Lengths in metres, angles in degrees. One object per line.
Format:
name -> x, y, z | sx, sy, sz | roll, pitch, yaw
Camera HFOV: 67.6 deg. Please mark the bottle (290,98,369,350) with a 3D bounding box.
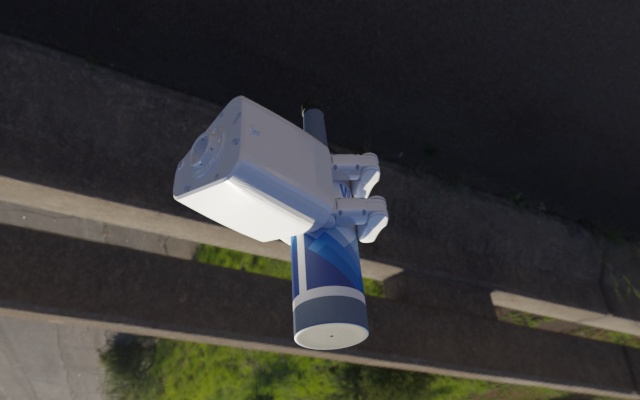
bottle -> 0.000, 0.002, 0.506 | 0.069, 0.295, 0.069 | -3, -36, -2
